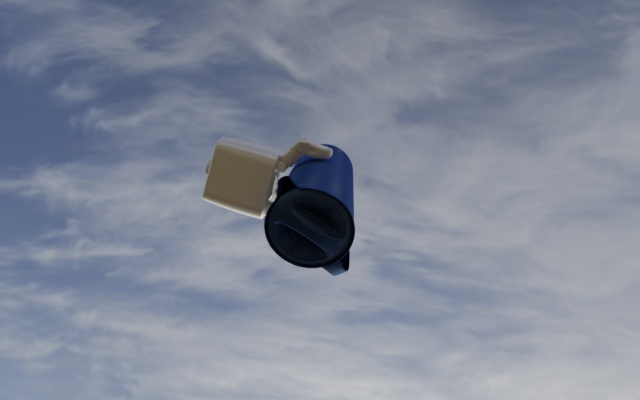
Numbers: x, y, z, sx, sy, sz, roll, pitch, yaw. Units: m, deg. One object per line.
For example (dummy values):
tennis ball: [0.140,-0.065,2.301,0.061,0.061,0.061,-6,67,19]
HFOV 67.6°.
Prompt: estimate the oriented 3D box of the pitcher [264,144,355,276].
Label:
pitcher: [0.000,0.002,0.795,0.145,0.149,0.242,16,26,-1]
